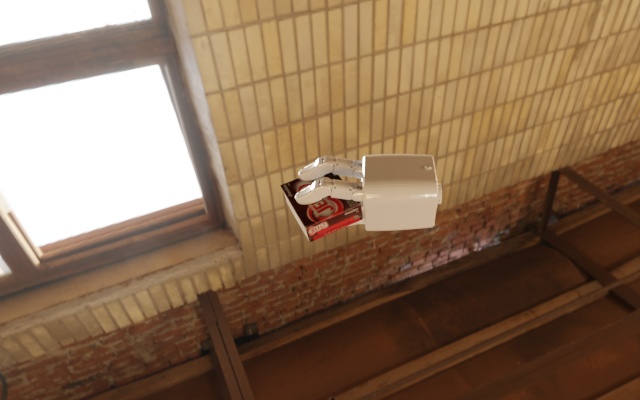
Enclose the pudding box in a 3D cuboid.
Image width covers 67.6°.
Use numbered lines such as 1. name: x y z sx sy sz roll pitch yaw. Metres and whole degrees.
1. pudding box: 0.000 0.003 0.731 0.090 0.039 0.113 -22 41 -12
